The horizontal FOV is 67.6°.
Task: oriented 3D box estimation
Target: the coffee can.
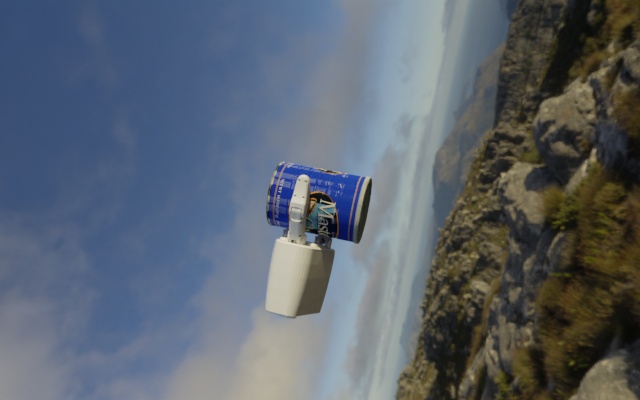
[{"bbox_3d":[0.000,0.002,0.733,0.140,0.103,0.103,11,2,11],"label":"coffee can"}]
